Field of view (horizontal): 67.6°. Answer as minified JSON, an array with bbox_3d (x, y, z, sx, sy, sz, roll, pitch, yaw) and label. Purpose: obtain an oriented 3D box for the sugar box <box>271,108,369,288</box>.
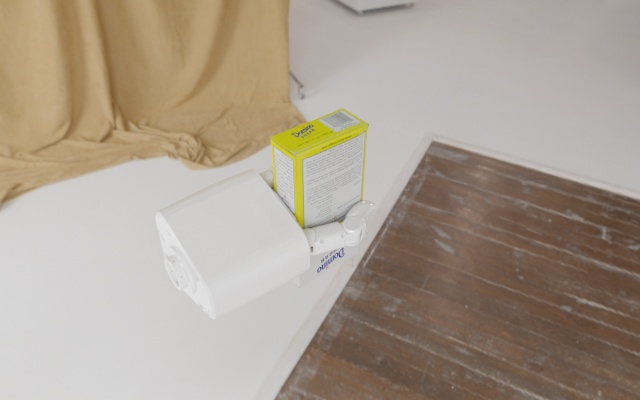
[{"bbox_3d":[0.000,0.001,0.501,0.093,0.176,0.048,-26,48,-30],"label":"sugar box"}]
